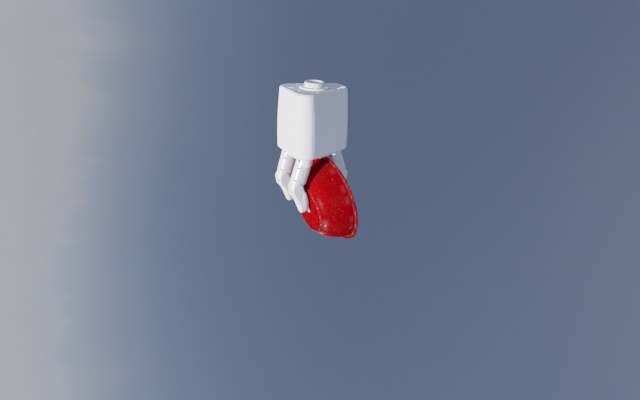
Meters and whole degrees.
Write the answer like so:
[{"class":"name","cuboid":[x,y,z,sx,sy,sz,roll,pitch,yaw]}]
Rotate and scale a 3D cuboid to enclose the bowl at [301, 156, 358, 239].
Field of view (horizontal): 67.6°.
[{"class":"bowl","cuboid":[0.000,0.004,0.845,0.055,0.162,0.162,-23,9,-21]}]
